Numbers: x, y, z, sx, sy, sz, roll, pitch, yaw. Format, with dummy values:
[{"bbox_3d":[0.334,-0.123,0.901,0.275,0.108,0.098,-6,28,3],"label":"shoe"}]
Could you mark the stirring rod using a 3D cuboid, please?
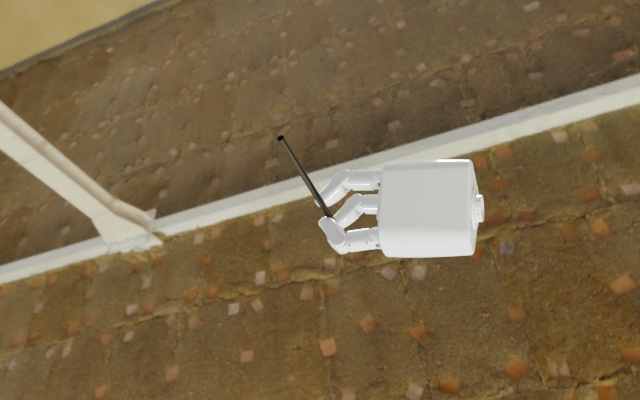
[{"bbox_3d":[0.000,0.002,0.606,0.011,0.011,0.240,0,-35,26],"label":"stirring rod"}]
